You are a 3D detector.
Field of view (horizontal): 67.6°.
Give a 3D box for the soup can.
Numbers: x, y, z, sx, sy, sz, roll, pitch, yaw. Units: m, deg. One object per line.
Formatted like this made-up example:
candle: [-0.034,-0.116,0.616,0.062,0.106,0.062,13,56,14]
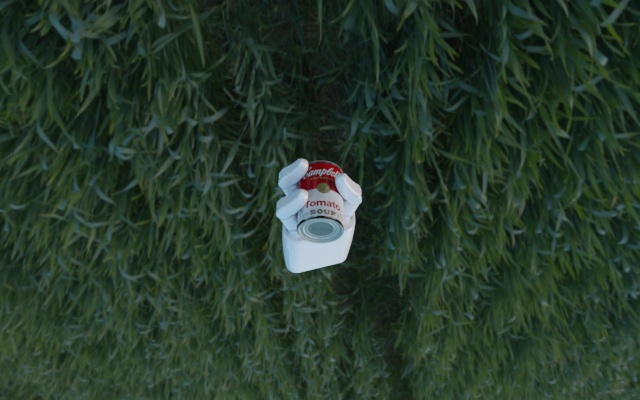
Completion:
soup can: [0.000,0.002,0.691,0.068,0.102,0.069,0,-36,0]
